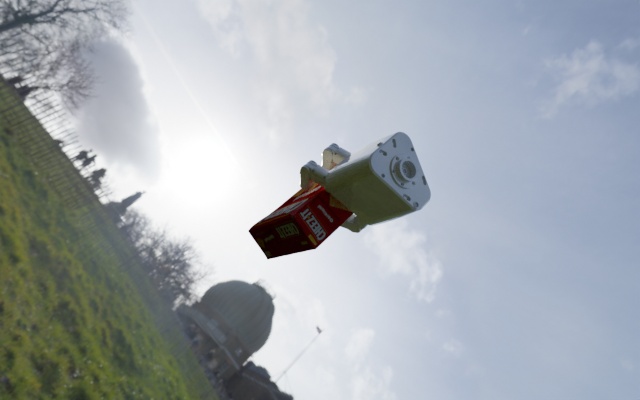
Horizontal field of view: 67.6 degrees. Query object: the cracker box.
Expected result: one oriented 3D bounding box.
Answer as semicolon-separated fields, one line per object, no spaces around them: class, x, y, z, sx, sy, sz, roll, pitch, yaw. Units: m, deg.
cracker box;0.000;0.003;0.809;0.213;0.072;0.164;-40;10;-33
